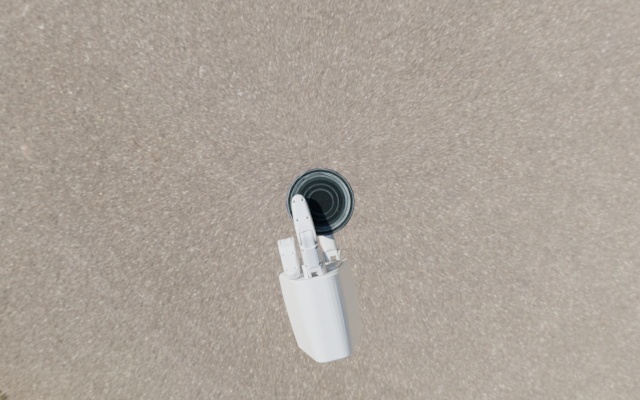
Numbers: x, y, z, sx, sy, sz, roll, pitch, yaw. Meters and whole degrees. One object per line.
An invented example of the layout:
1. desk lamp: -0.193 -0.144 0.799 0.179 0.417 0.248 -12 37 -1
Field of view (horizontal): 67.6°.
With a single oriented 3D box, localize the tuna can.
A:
1. tuna can: 0.000 0.002 0.600 0.086 0.086 0.034 0 -1 0
